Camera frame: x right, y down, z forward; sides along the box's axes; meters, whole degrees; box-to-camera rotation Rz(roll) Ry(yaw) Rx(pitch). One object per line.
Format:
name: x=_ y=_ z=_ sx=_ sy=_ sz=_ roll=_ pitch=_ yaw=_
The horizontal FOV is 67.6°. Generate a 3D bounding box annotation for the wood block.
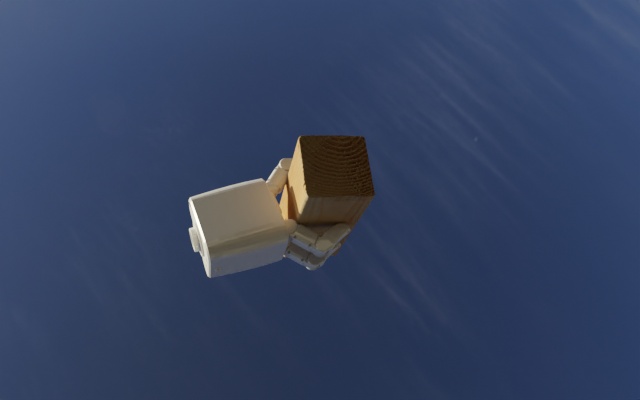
wood block: x=0.000 y=0.002 z=0.681 sx=0.090 sy=0.090 sz=0.206 roll=-1 pitch=-26 yaw=-14
